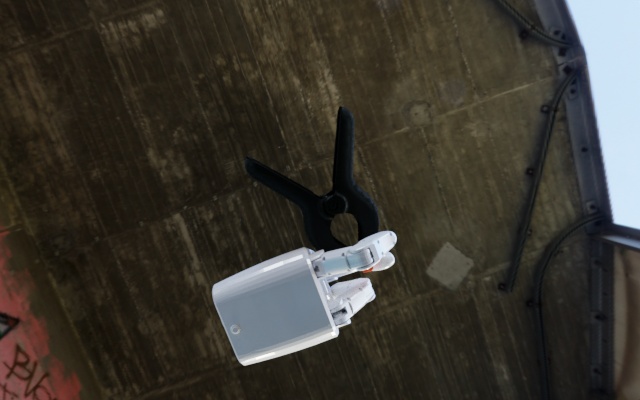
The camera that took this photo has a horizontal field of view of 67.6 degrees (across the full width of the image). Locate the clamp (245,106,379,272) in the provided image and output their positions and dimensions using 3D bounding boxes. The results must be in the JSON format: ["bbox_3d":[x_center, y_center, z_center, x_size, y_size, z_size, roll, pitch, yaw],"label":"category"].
[{"bbox_3d":[0.000,0.002,0.496,0.120,0.171,0.039,-19,8,5],"label":"clamp"}]
